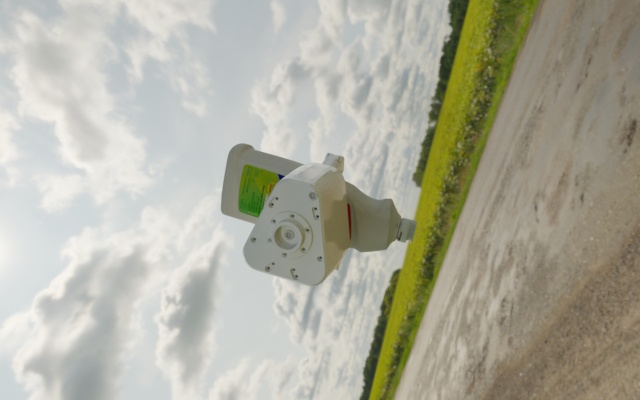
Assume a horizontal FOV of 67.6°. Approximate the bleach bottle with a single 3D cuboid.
[{"bbox_3d":[0.000,0.002,0.620,0.251,0.102,0.068,14,14,11],"label":"bleach bottle"}]
